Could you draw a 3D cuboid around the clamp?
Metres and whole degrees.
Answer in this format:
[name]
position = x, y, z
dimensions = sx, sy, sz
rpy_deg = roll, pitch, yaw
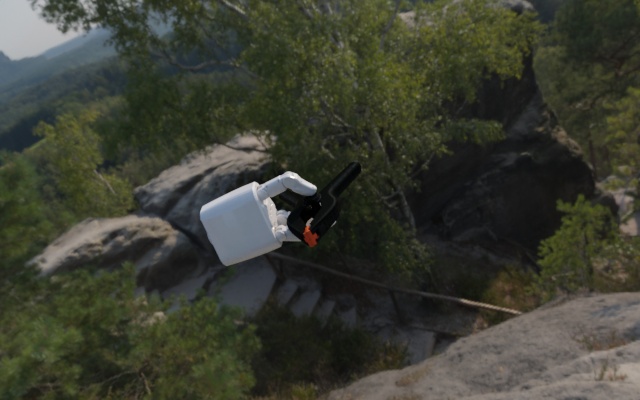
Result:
[clamp]
position = 0.000, 0.002, 0.804
dimensions = 0.164, 0.036, 0.210
rpy_deg = -24, 25, 10
